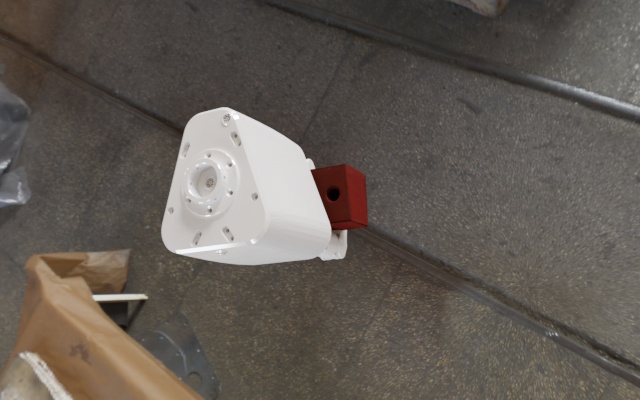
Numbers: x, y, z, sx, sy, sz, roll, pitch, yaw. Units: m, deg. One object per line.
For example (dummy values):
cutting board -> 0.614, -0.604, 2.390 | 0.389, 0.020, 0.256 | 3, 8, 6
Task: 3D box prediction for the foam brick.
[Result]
foam brick -> 0.000, 0.001, 0.450 | 0.078, 0.053, 0.051 | -9, -13, 21
